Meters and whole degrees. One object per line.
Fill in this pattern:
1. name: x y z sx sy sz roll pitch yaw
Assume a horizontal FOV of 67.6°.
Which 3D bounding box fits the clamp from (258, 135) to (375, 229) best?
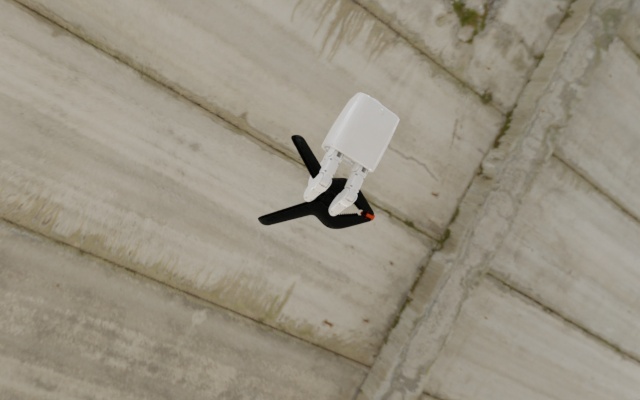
1. clamp: 0.000 0.003 0.852 0.210 0.164 0.036 29 -1 -23
